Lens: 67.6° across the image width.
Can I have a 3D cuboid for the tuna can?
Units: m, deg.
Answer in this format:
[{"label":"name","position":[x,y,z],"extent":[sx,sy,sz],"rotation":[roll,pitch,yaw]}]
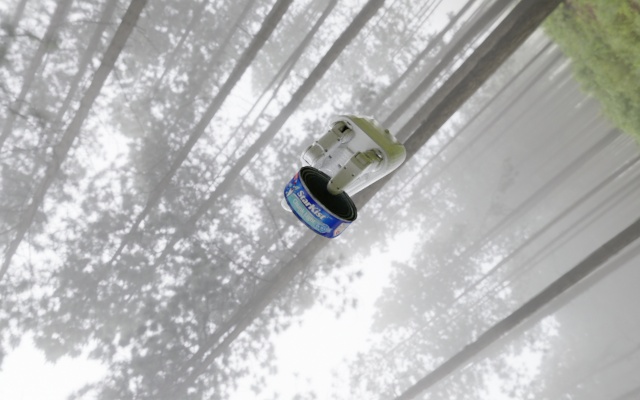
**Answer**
[{"label":"tuna can","position":[0.000,0.002,0.548],"extent":[0.034,0.086,0.086],"rotation":[-47,-21,22]}]
